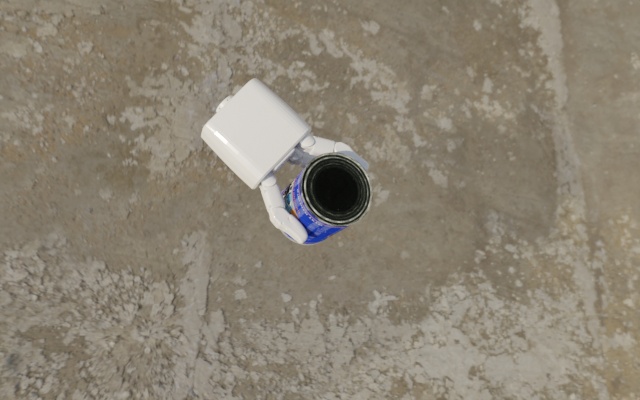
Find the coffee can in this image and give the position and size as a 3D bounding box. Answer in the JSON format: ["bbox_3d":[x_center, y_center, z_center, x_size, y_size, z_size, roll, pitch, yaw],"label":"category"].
[{"bbox_3d":[0.000,0.002,0.690,0.103,0.102,0.140,0,-15,-20],"label":"coffee can"}]
